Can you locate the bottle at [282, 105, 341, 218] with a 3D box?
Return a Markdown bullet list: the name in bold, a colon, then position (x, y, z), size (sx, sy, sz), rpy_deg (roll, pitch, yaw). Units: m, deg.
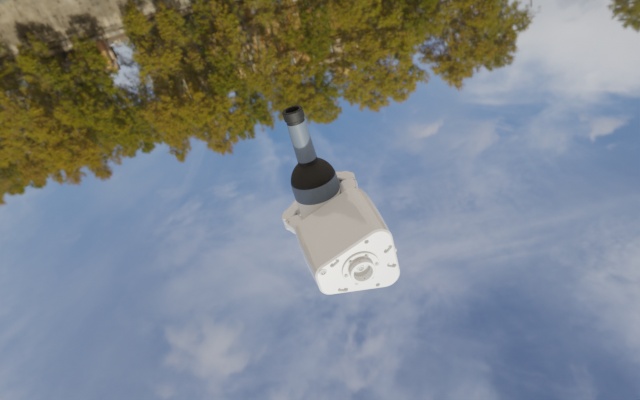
- **bottle**: position (0.000, 0.002, 0.694), size (0.069, 0.296, 0.069), rpy_deg (-12, 32, 8)
